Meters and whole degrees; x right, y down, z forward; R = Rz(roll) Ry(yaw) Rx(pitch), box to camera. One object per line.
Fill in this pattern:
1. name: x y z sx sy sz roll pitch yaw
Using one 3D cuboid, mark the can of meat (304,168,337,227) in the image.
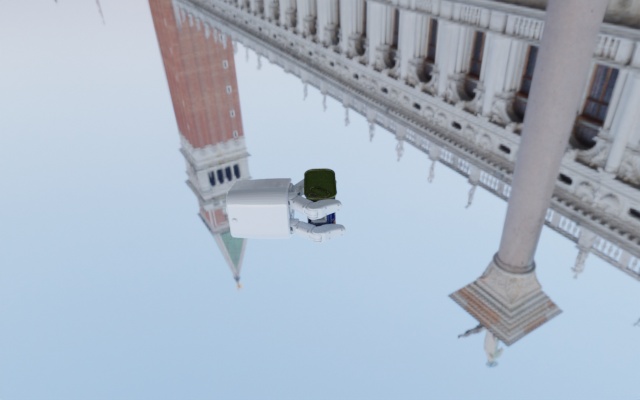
1. can of meat: 0.000 0.003 0.864 0.057 0.084 0.102 -2 33 -1
